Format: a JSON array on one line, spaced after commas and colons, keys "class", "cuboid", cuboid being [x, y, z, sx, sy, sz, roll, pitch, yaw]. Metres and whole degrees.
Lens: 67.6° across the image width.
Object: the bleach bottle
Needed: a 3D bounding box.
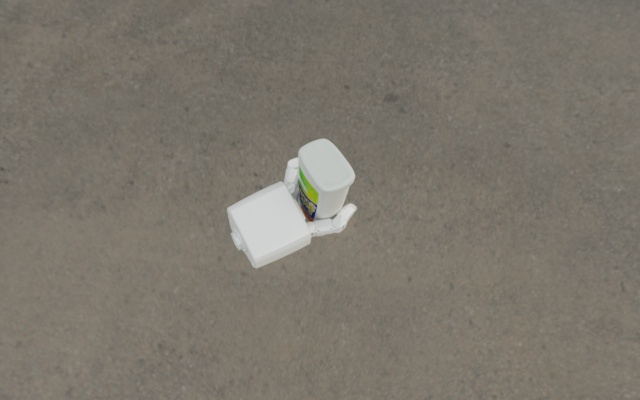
[{"class": "bleach bottle", "cuboid": [0.000, 0.003, 0.855, 0.068, 0.102, 0.251, -25, -25, -17]}]
